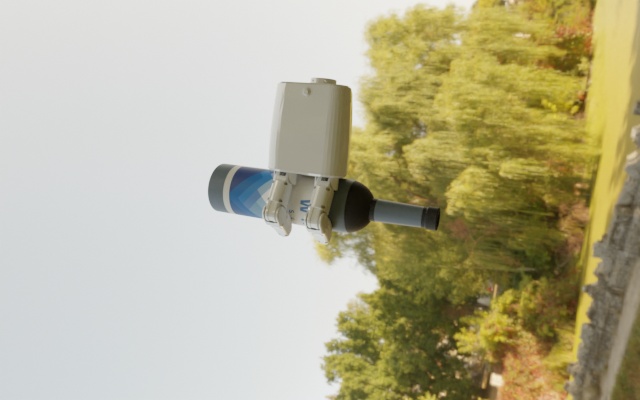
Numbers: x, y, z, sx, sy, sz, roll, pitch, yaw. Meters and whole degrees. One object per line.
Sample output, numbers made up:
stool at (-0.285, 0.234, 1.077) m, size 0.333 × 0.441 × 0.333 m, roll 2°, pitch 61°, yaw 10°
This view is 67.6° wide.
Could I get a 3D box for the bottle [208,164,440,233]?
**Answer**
bottle at (0.000, 0.002, 0.603) m, size 0.295 × 0.069 × 0.069 m, roll 8°, pitch 3°, yaw 21°
